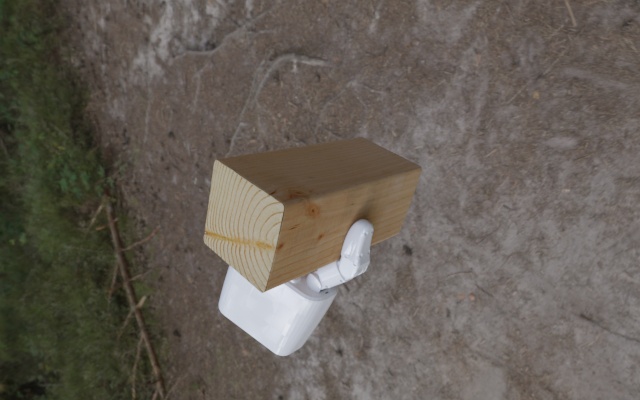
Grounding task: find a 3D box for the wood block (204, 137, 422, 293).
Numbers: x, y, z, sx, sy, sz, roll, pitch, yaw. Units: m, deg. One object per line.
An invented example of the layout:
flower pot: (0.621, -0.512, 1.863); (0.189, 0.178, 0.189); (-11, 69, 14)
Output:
wood block: (0.000, 0.002, 0.477); (0.090, 0.090, 0.206); (33, 32, 32)
